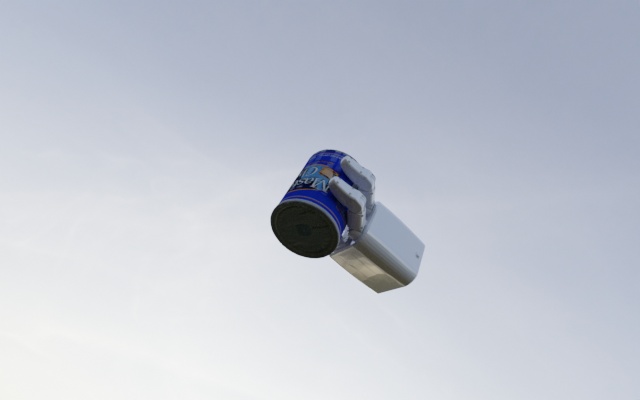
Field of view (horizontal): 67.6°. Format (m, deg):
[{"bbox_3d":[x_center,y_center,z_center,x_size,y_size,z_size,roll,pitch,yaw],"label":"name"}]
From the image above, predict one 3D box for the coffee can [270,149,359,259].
[{"bbox_3d":[0.000,0.002,0.713,0.103,0.103,0.140,0,36,25],"label":"coffee can"}]
